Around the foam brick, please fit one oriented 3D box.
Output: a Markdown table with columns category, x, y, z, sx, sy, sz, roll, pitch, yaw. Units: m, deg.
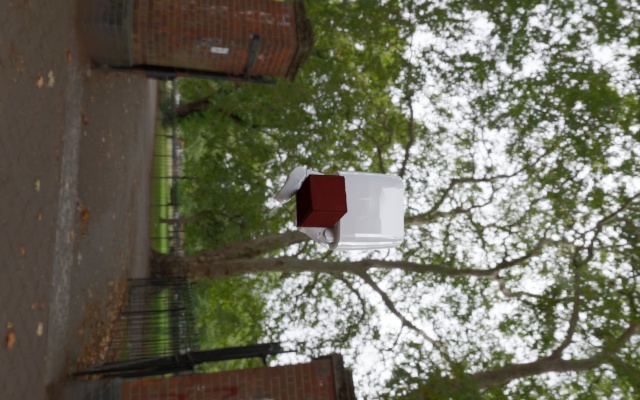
| category | x | y | z | sx | sy | sz | roll | pitch | yaw |
| --- | --- | --- | --- | --- | --- | --- | --- | --- | --- |
| foam brick | 0.000 | 0.002 | 0.655 | 0.051 | 0.053 | 0.078 | 3 | -19 | -16 |
